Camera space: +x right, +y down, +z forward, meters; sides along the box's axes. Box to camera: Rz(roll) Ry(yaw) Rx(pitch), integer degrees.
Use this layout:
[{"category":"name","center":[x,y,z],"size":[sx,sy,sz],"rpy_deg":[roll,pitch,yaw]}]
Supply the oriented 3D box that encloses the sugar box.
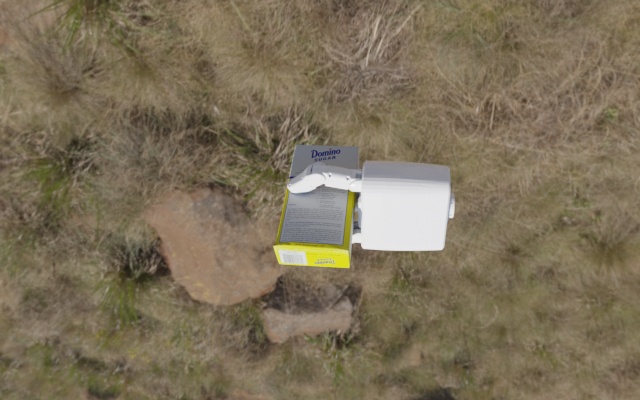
[{"category":"sugar box","center":[0.000,0.003,0.634],"size":[0.093,0.176,0.048],"rpy_deg":[3,-41,8]}]
